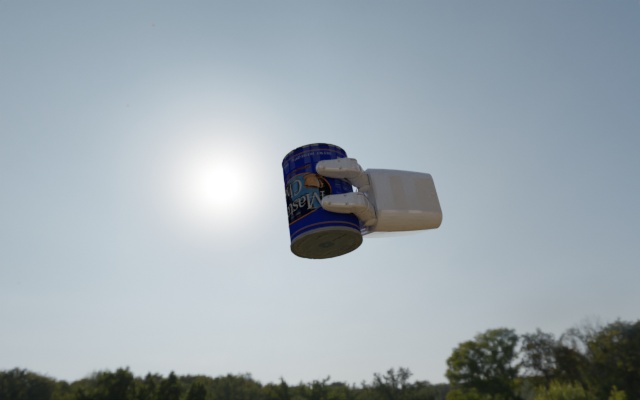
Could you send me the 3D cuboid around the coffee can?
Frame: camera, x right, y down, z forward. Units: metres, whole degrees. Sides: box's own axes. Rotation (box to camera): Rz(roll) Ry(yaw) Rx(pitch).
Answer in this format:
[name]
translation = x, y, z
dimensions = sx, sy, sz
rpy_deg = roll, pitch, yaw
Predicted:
[coffee can]
translation = 0.000, 0.002, 0.697
dimensions = 0.103, 0.140, 0.103
rpy_deg = -7, -27, -3
